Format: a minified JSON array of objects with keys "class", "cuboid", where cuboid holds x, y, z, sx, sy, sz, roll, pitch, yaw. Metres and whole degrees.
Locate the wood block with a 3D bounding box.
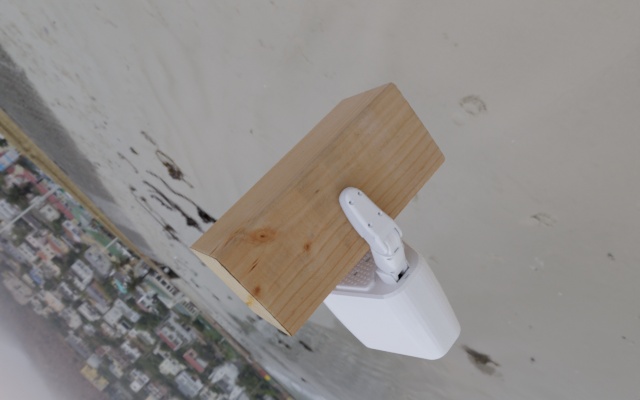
[{"class":"wood block","cuboid":[0.000,0.002,0.418,0.206,0.090,0.091,-47,20,-19]}]
